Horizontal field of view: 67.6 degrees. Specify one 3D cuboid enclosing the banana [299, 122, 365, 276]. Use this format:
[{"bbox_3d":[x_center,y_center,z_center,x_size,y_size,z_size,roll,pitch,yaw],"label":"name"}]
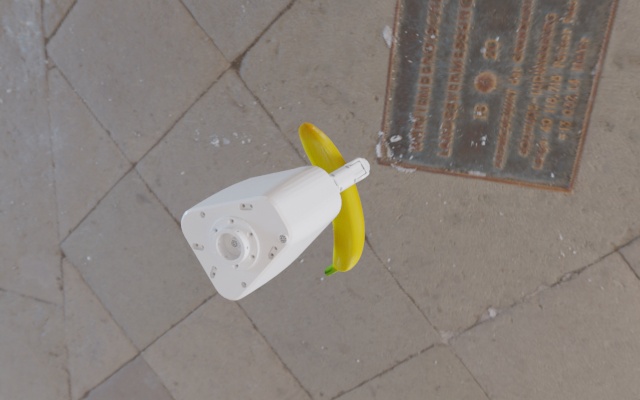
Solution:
[{"bbox_3d":[0.017,0.005,0.562,0.069,0.198,0.037,0,18,30],"label":"banana"}]
